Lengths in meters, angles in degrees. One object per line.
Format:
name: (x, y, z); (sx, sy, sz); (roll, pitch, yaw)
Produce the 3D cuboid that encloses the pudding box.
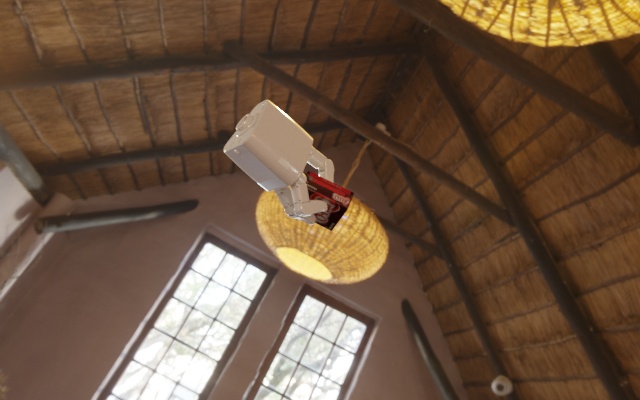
pudding box: (0.000, 0.003, 0.842); (0.090, 0.039, 0.113); (27, -25, -1)
